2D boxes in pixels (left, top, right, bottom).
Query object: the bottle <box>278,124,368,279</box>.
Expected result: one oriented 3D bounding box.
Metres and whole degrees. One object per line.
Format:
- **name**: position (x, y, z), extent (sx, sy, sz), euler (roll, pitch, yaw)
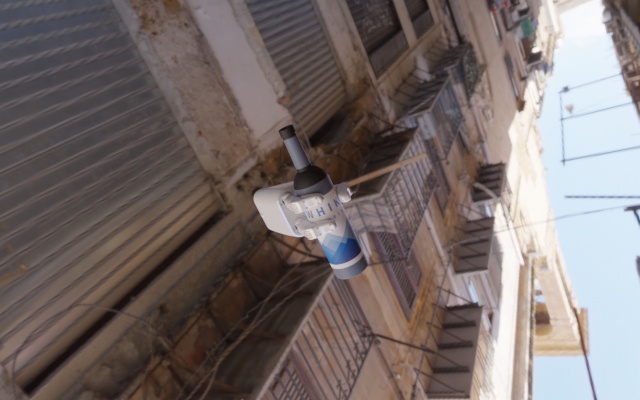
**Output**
- **bottle**: position (0.000, 0.003, 0.856), extent (0.069, 0.296, 0.069), euler (-23, 18, 8)
